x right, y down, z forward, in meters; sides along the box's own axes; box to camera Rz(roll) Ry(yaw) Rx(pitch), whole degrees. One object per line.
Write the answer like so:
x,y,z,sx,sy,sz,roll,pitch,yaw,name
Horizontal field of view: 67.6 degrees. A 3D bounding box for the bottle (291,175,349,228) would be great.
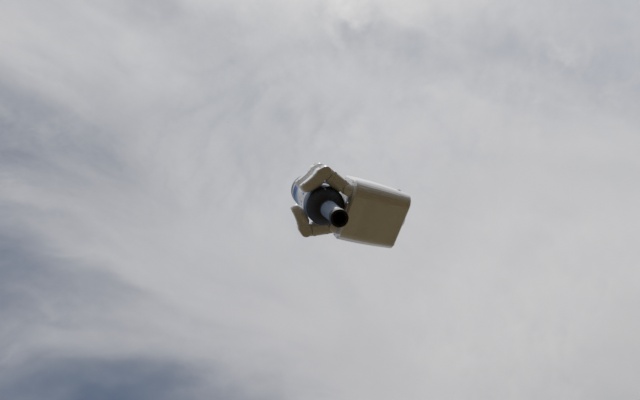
0.000,0.003,0.833,0.069,0.069,0.295,0,9,-11,bottle
